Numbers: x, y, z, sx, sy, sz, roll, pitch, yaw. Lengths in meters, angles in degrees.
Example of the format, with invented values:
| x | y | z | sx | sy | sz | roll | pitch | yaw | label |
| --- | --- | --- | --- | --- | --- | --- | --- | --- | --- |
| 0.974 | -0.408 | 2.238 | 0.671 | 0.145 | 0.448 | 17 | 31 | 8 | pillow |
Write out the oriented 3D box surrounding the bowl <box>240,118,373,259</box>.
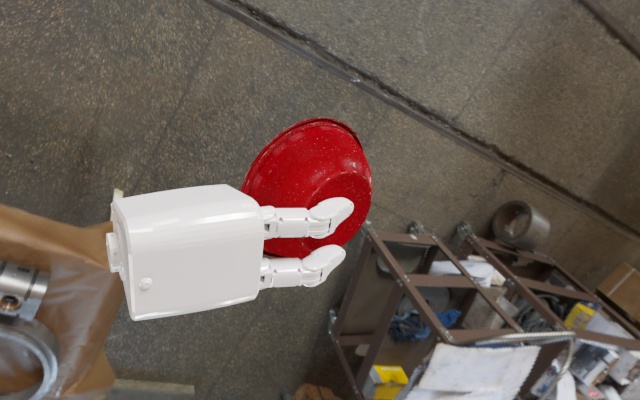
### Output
| x | y | z | sx | sy | sz | roll | pitch | yaw | label |
| --- | --- | --- | --- | --- | --- | --- | --- | --- | --- |
| 0.001 | 0.001 | 0.485 | 0.162 | 0.162 | 0.055 | 0 | 26 | -42 | bowl |
